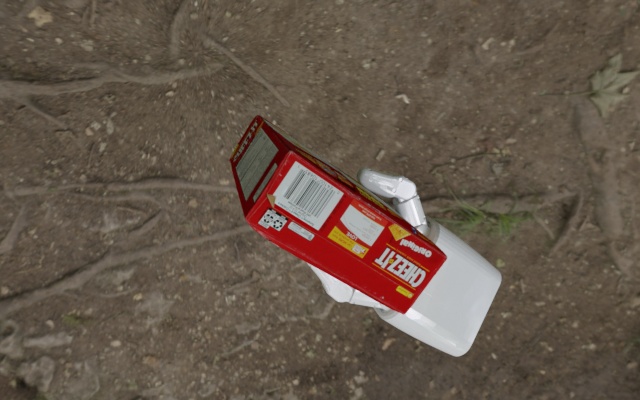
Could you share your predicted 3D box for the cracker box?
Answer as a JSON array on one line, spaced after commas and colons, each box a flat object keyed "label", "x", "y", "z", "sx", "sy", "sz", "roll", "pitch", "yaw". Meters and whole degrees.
[{"label": "cracker box", "x": 0.000, "y": 0.001, "z": 0.463, "sx": 0.164, "sy": 0.072, "sz": 0.213, "roll": 32, "pitch": 6, "yaw": -21}]
